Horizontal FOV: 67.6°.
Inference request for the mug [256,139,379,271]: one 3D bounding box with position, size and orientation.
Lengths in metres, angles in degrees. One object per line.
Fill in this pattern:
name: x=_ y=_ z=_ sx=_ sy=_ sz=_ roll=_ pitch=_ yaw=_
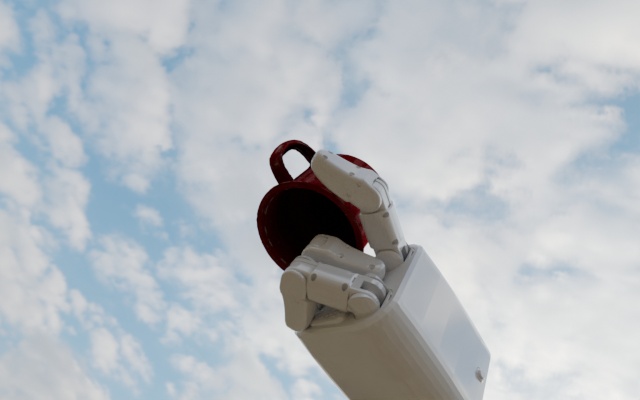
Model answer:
mug: x=-0.001 y=0.000 z=0.400 sx=0.093 sy=0.117 sz=0.081 roll=-30 pitch=9 yaw=36
